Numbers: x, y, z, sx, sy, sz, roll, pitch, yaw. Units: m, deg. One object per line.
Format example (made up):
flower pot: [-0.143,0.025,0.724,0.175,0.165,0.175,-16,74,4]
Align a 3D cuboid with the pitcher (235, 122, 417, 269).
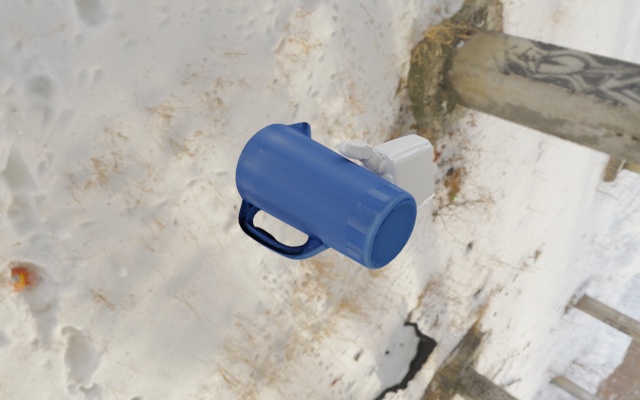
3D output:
pitcher: [0.000,0.002,0.658,0.242,0.149,0.145,30,37,34]
